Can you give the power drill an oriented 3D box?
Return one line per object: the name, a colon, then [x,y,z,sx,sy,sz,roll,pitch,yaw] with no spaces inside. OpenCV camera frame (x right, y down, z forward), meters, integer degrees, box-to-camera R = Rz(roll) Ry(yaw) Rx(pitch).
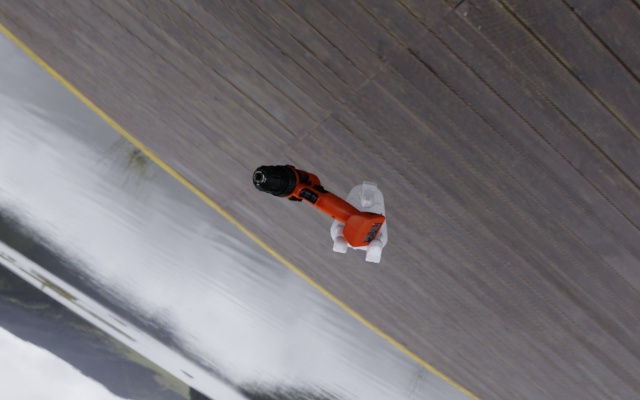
power drill: [0.001,0.003,0.756,0.187,0.057,0.184,34,13,22]
